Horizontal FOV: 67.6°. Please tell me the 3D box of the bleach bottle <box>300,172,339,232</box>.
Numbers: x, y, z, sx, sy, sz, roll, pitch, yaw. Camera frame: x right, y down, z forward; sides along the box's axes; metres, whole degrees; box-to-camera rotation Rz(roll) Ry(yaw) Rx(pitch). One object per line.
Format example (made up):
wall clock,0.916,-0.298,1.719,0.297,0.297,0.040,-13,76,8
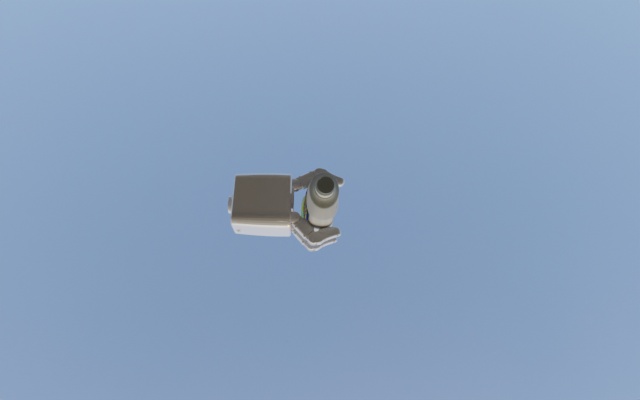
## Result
bleach bottle,0.000,0.003,0.868,0.068,0.102,0.251,2,-16,-3
